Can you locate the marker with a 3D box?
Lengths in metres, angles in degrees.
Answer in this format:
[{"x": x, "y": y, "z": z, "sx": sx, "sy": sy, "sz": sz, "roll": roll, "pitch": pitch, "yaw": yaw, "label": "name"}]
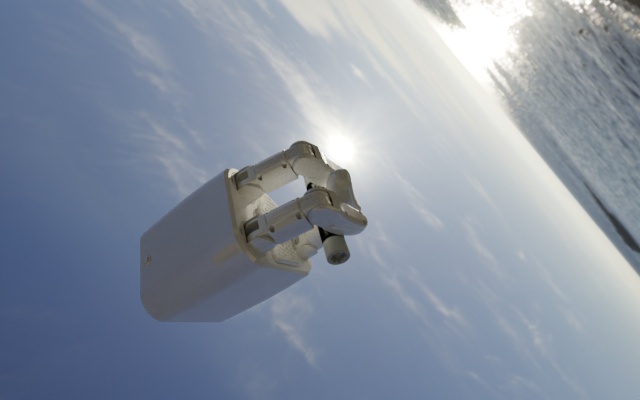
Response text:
[{"x": 0.000, "y": 0.001, "z": 0.406, "sx": 0.020, "sy": 0.121, "sz": 0.020, "roll": -10, "pitch": -42, "yaw": -9, "label": "marker"}]
